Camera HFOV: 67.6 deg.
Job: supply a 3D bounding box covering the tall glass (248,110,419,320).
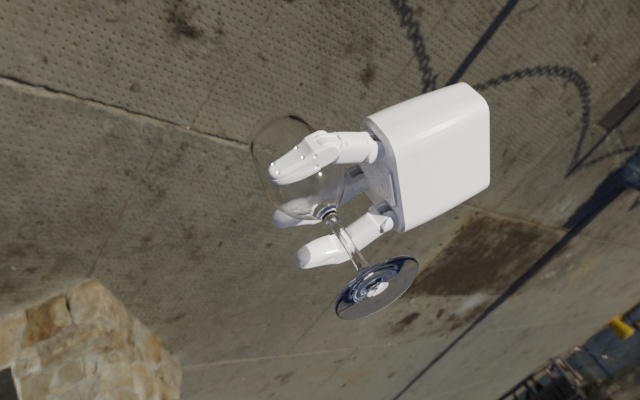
[{"bbox_3d":[0.000,0.002,0.423,0.079,0.079,0.201,0,42,-38],"label":"tall glass"}]
